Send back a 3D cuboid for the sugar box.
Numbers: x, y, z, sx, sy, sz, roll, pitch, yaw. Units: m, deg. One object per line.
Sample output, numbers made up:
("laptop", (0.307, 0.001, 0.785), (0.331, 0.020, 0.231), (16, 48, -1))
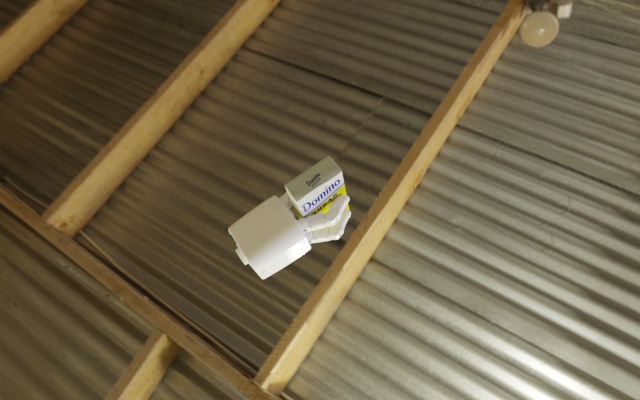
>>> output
("sugar box", (0.000, 0.003, 0.853), (0.093, 0.048, 0.176), (-34, -24, -8))
